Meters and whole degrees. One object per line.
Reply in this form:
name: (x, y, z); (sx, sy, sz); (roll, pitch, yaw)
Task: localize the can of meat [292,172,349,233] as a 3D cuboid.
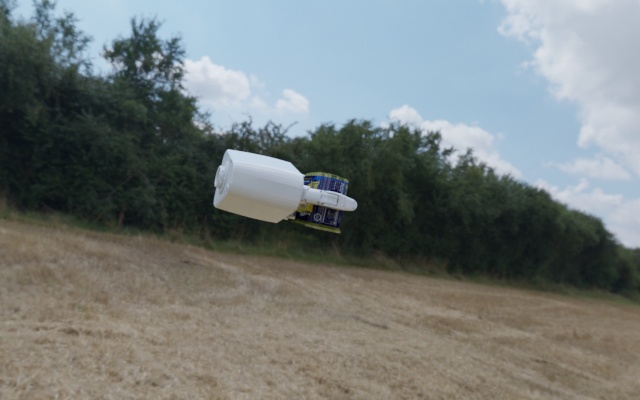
can of meat: (0.000, 0.002, 0.752); (0.057, 0.084, 0.102); (13, -3, -20)
